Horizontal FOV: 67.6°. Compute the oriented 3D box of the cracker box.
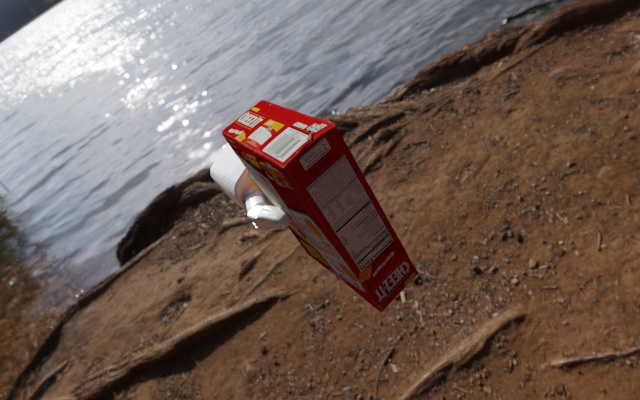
[{"bbox_3d":[0.000,0.002,0.527,0.072,0.214,0.164,-41,34,-12],"label":"cracker box"}]
